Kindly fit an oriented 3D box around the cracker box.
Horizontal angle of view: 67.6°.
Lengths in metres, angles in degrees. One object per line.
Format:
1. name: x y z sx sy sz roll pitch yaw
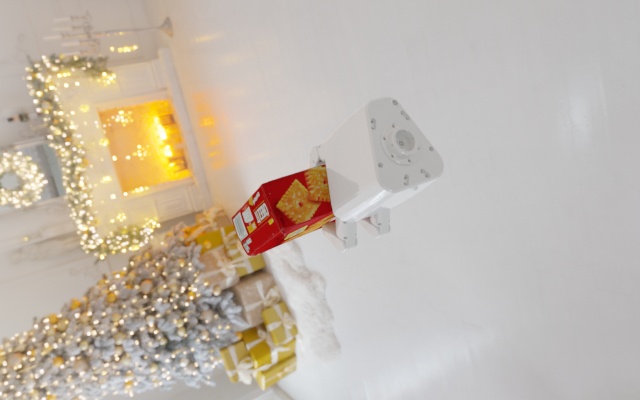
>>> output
1. cracker box: 0.000 0.002 0.671 0.213 0.072 0.164 -18 -9 -28
